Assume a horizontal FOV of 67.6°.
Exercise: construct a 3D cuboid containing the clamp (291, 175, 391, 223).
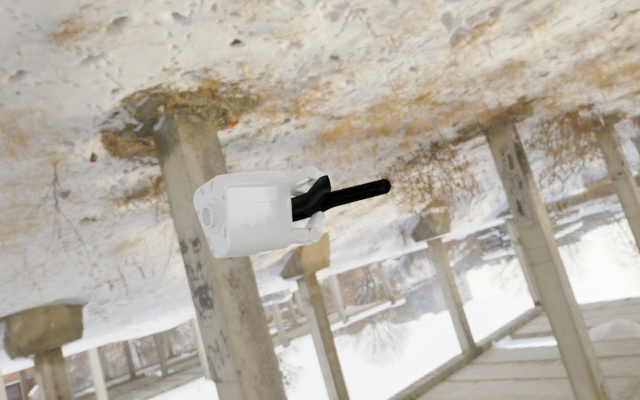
[{"bbox_3d":[0.000,0.003,0.773,0.164,0.036,0.210,-1,-16,-42],"label":"clamp"}]
